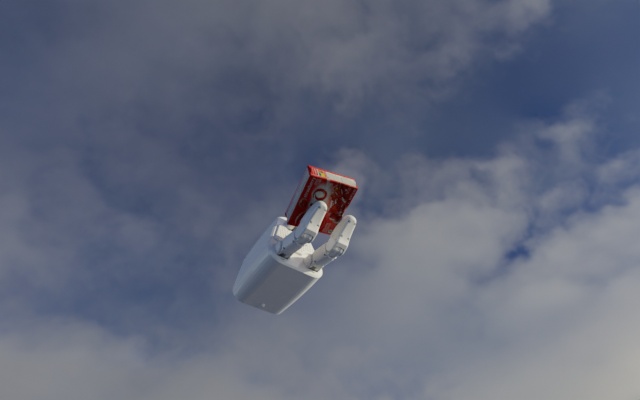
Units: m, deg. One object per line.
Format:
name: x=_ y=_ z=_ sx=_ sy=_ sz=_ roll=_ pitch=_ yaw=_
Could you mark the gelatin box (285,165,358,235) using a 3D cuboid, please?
gelatin box: x=0.000 y=0.002 z=0.669 sx=0.073 sy=0.089 sz=0.030 roll=16 pitch=29 yaw=-21
